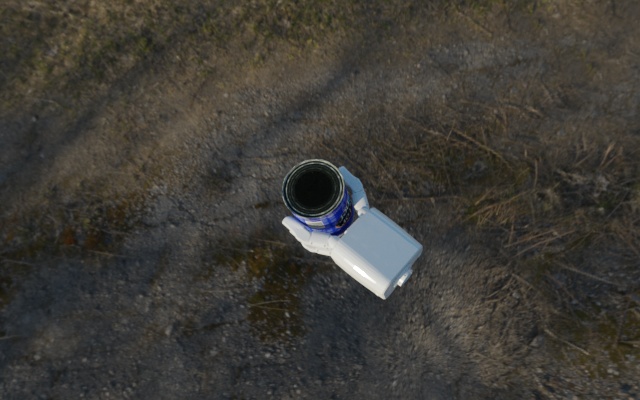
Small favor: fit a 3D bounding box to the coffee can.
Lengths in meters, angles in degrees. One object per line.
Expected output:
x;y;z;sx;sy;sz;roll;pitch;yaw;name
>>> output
0.000;0.003;0.822;0.103;0.102;0.140;0;-19;11;coffee can
